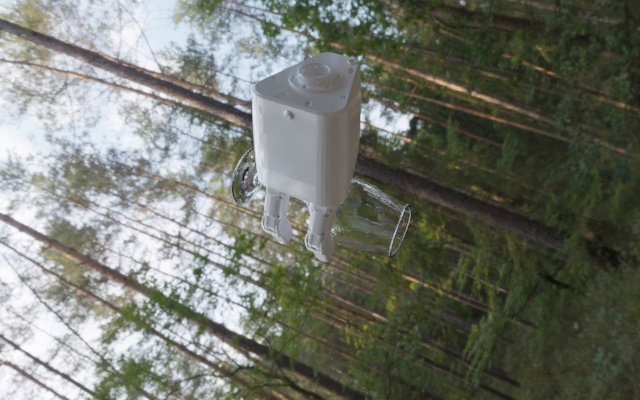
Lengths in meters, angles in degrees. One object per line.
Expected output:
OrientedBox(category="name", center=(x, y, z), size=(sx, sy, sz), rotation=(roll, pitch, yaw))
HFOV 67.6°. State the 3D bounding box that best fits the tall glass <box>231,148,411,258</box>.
OrientedBox(category="tall glass", center=(0.000, 0.002, 0.554), size=(0.201, 0.079, 0.079), rotation=(20, 7, 20))
